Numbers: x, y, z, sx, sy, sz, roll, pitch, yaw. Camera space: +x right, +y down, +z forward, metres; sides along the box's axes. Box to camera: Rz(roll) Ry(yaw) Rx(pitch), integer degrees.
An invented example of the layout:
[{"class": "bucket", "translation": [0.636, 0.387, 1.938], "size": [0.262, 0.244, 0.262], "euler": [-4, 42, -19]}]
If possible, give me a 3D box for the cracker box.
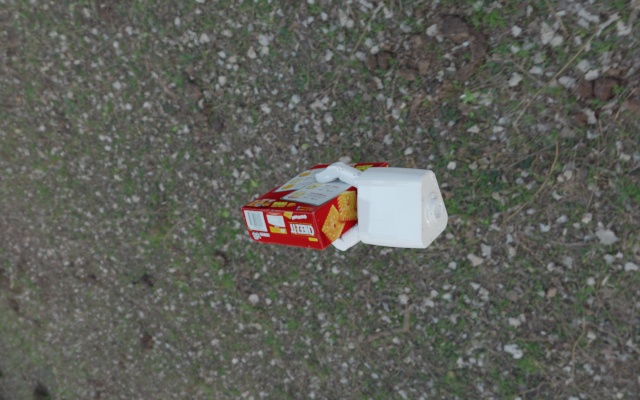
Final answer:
[{"class": "cracker box", "translation": [0.000, 0.003, 0.816], "size": [0.164, 0.072, 0.213], "euler": [2, 24, 40]}]
